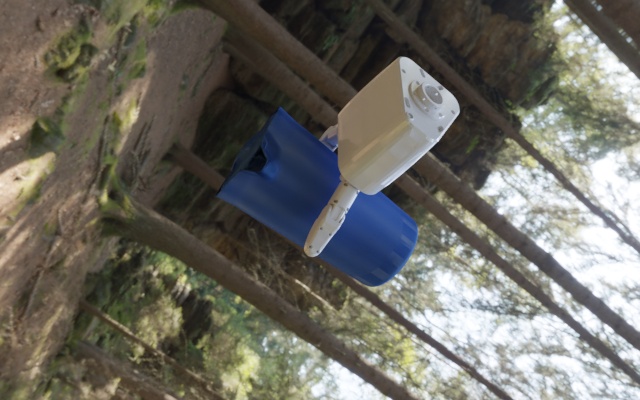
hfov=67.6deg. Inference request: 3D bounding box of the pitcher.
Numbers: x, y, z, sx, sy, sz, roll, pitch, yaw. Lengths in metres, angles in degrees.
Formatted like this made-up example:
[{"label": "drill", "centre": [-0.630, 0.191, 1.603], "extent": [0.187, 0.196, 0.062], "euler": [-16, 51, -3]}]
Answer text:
[{"label": "pitcher", "centre": [0.000, 0.002, 0.617], "extent": [0.243, 0.149, 0.145], "euler": [36, -44, -13]}]
